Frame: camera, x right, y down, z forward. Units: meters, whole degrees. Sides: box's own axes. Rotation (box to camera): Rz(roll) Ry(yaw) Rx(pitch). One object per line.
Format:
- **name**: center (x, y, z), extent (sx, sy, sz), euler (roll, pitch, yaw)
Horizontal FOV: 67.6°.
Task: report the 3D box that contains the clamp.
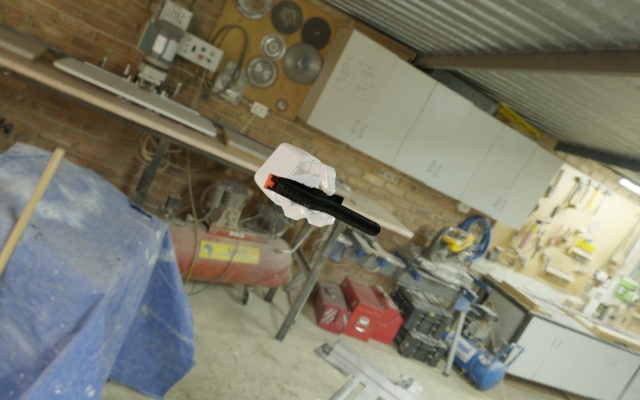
- **clamp**: center (0.000, 0.002, 0.842), extent (0.210, 0.036, 0.164), euler (20, 10, -36)
